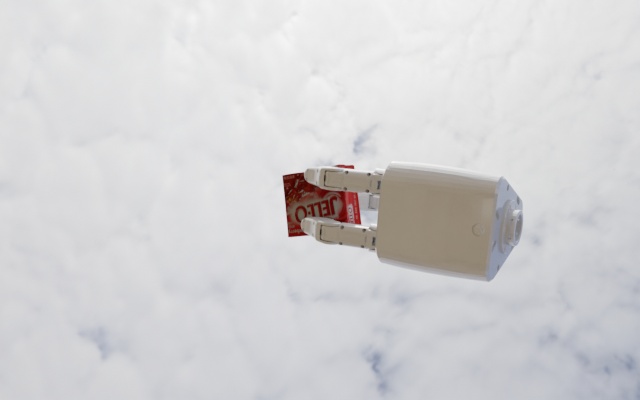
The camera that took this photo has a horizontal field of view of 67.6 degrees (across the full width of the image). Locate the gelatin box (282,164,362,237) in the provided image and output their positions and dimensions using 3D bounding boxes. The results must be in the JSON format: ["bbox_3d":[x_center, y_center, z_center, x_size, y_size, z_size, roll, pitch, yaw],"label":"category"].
[{"bbox_3d":[0.000,0.002,0.534,0.089,0.073,0.030,-7,-2,39],"label":"gelatin box"}]
